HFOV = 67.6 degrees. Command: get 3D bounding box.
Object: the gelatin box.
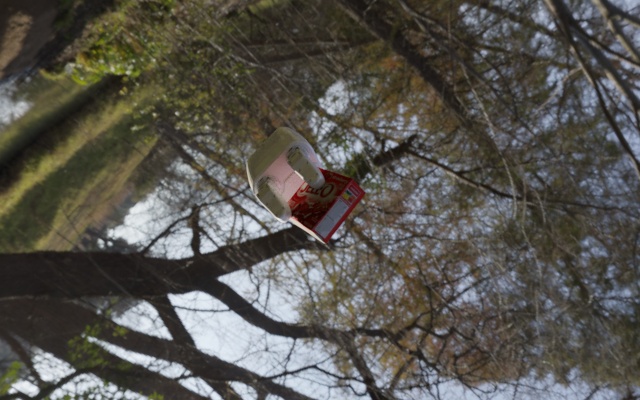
[{"bbox_3d":[0.001,0.002,0.552,0.030,0.073,0.089,43,-8,-30],"label":"gelatin box"}]
